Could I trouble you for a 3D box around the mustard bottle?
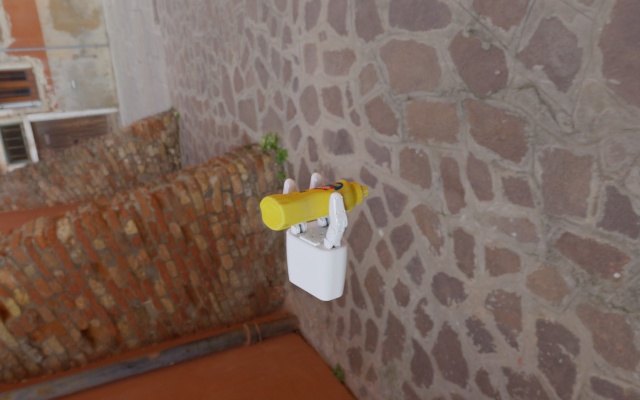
[{"bbox_3d":[0.000,0.002,0.823,0.191,0.058,0.096,-13,6,-27],"label":"mustard bottle"}]
